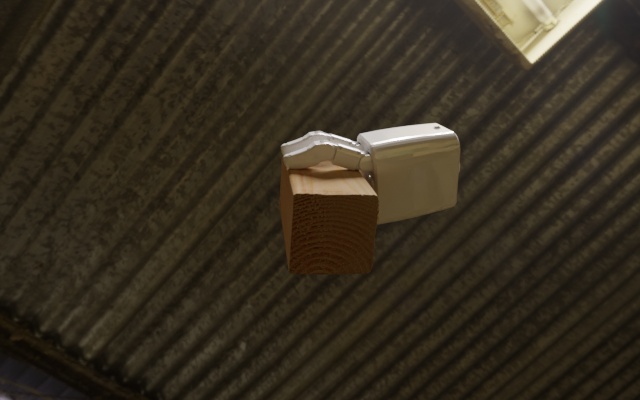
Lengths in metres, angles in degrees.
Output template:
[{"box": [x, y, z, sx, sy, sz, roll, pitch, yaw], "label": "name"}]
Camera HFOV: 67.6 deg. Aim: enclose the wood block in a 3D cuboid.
[{"box": [0.000, 0.002, 0.583, 0.090, 0.091, 0.206, 1, 19, -8], "label": "wood block"}]
